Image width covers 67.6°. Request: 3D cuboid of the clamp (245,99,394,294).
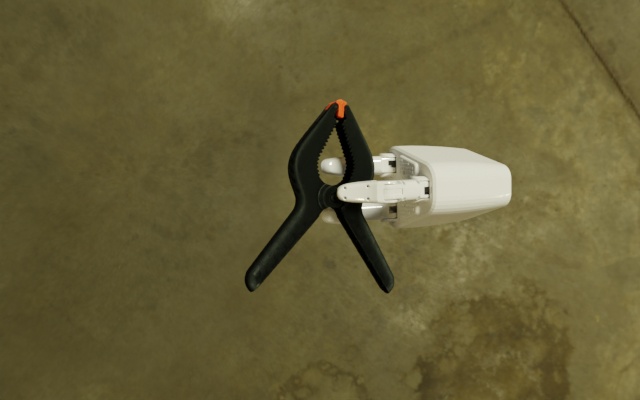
[{"bbox_3d":[0.001,0.001,0.499,0.164,0.210,0.036,-3,4,-19],"label":"clamp"}]
